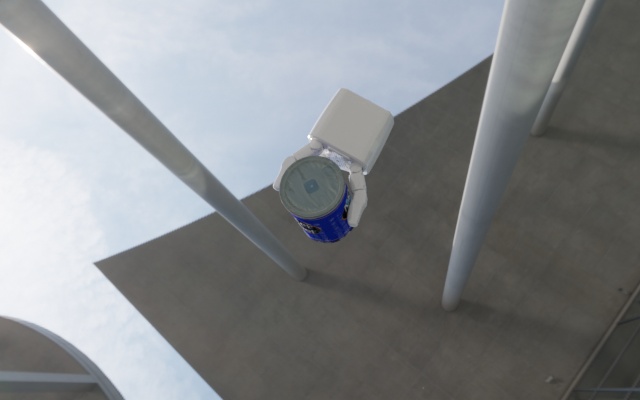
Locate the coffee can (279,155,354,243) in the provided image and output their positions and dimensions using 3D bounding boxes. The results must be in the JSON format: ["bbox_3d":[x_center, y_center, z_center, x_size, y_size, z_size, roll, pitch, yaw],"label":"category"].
[{"bbox_3d":[0.000,0.003,0.786,0.103,0.102,0.140,0,-21,12],"label":"coffee can"}]
